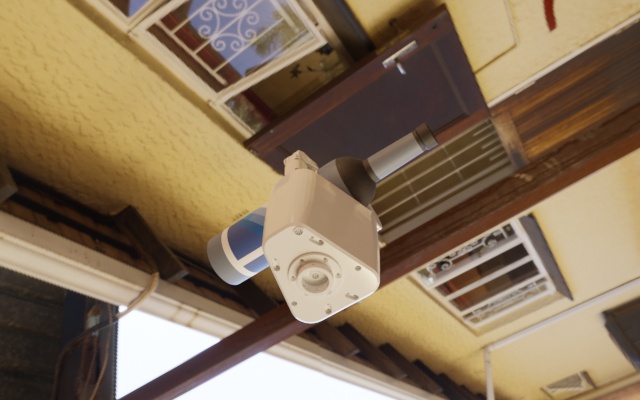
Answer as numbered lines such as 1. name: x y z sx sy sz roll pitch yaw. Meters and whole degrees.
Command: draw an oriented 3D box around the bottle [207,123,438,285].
1. bottle: 0.000 0.002 0.555 0.296 0.069 0.069 -32 -11 17
